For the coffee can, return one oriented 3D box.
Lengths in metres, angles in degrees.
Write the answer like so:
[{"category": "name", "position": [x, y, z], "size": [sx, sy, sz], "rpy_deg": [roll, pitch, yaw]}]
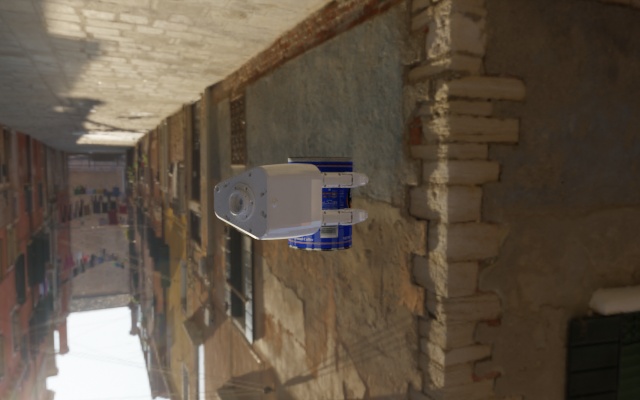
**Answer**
[{"category": "coffee can", "position": [0.000, 0.002, 0.753], "size": [0.103, 0.140, 0.103], "rpy_deg": [0, 4, 0]}]
